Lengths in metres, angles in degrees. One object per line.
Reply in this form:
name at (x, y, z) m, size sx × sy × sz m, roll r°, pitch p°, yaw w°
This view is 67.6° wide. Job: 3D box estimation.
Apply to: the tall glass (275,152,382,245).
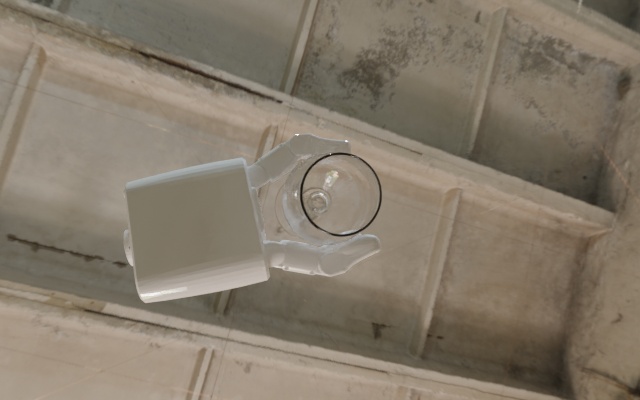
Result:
tall glass at (0.000, 0.001, 0.445) m, size 0.079 × 0.079 × 0.201 m, roll 0°, pitch -4°, yaw -9°
